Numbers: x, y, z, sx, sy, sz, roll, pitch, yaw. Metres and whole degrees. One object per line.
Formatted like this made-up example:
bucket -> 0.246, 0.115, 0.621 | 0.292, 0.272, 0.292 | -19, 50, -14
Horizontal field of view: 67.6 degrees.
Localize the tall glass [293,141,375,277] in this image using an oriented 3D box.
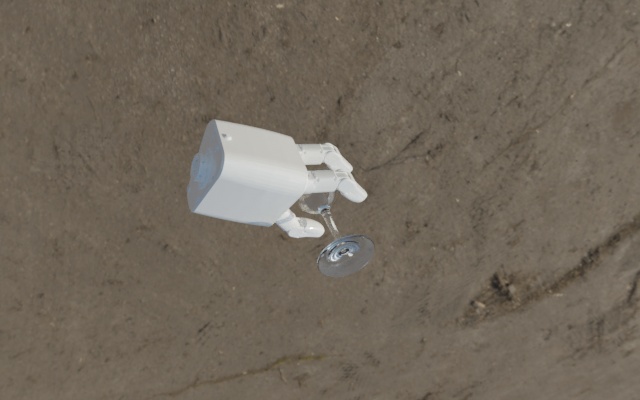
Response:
tall glass -> 0.000, 0.003, 0.643 | 0.079, 0.079, 0.201 | 0, 42, -24
